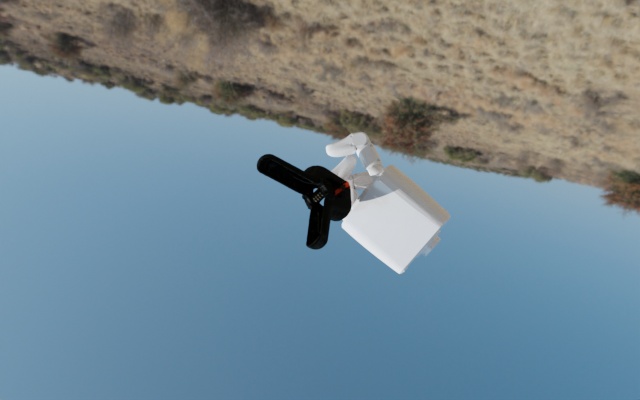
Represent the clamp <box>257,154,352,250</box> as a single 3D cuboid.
[{"bbox_3d":[0.000,0.002,0.580,0.039,0.120,0.171,-32,-16,27],"label":"clamp"}]
